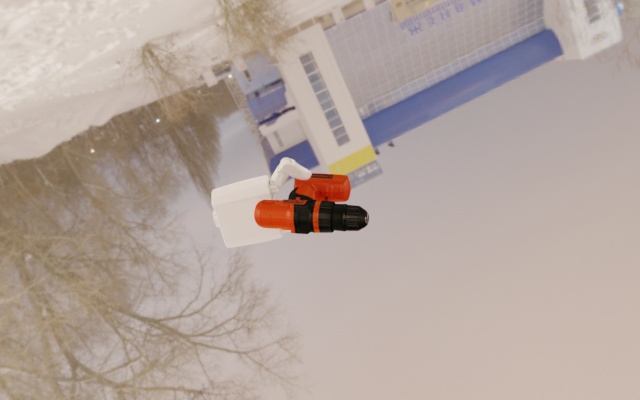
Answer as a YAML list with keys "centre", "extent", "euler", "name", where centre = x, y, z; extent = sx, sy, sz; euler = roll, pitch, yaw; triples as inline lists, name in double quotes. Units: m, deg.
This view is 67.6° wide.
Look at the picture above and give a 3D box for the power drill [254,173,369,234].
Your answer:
- centre: [0.000, 0.003, 0.816]
  extent: [0.184, 0.057, 0.187]
  euler: [4, 18, 13]
  name: "power drill"
